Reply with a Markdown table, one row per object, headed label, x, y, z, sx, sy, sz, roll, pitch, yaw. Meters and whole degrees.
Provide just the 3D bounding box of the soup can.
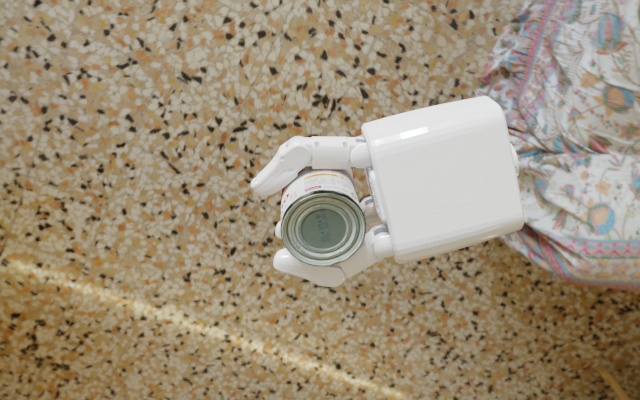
| label | x | y | z | sx | sy | sz | roll | pitch | yaw |
| --- | --- | --- | --- | --- | --- | --- | --- | --- | --- |
| soup can | 0.000 | 0.001 | 0.406 | 0.068 | 0.068 | 0.102 | 0 | 26 | -3 |
